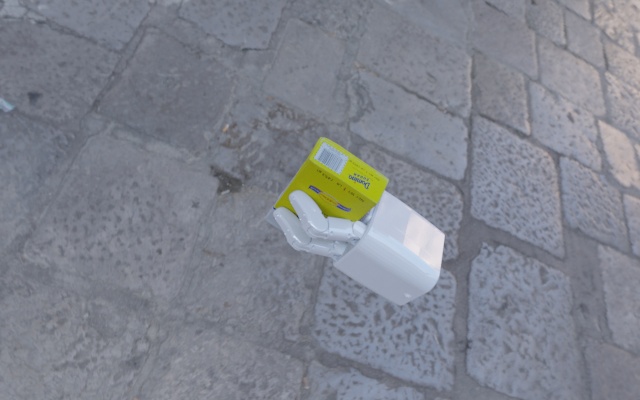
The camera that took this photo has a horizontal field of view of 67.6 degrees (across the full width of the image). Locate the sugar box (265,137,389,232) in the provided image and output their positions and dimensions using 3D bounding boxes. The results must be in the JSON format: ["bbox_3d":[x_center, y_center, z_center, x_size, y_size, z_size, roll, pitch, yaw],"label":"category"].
[{"bbox_3d":[0.000,0.002,0.595,0.093,0.048,0.176,33,-36,-5],"label":"sugar box"}]
